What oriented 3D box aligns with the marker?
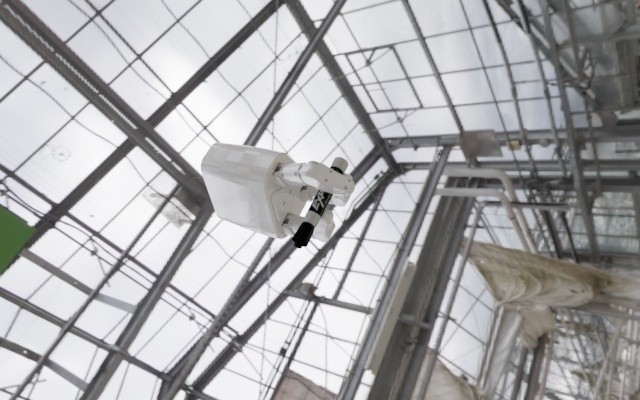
[{"bbox_3d":[0.000,0.002,0.538,0.020,0.121,0.020,22,-27,12],"label":"marker"}]
